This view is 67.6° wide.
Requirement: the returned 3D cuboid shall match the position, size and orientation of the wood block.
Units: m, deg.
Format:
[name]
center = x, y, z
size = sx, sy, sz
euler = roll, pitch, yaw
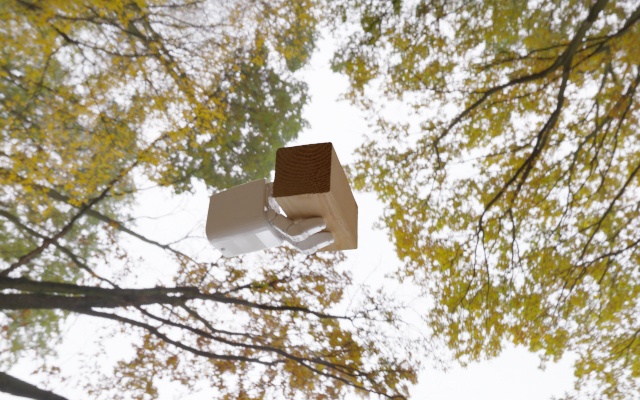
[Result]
[wood block]
center = 0.000, 0.002, 0.786
size = 0.090, 0.090, 0.206
euler = -6, -30, 14
